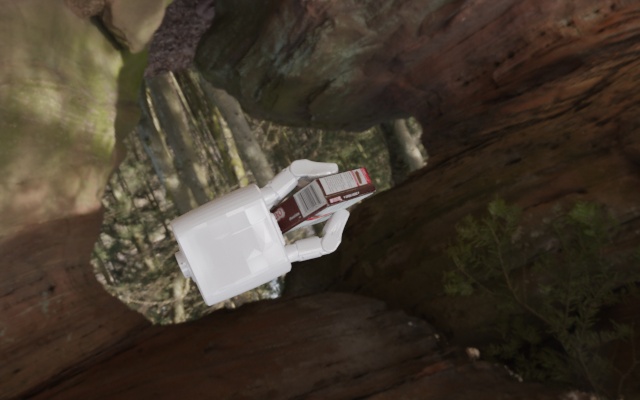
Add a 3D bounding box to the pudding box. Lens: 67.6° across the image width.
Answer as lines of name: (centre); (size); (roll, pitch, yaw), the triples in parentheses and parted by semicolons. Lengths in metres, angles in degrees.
pudding box: (0.000, 0.002, 0.602); (0.090, 0.039, 0.113); (-18, -9, -43)
